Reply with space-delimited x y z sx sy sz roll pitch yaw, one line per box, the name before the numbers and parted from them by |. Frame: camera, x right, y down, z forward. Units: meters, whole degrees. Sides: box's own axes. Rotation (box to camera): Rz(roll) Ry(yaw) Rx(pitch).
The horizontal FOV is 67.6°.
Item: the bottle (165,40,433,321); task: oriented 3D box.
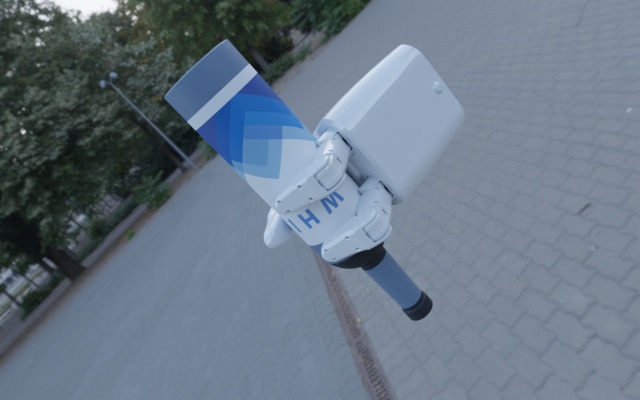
bottle | 0.000 0.001 0.411 0.296 0.069 0.069 47 -18 -17
